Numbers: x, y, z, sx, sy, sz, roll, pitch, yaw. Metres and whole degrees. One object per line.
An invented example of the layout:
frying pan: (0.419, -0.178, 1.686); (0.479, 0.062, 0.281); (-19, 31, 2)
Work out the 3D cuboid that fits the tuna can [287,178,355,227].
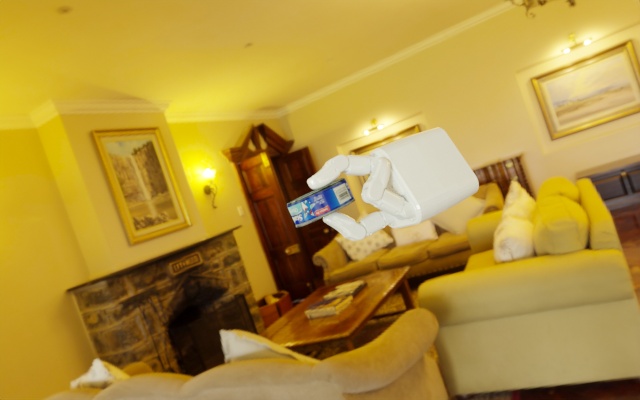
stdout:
tuna can: (0.000, 0.002, 0.625); (0.086, 0.034, 0.086); (-25, 3, 1)
